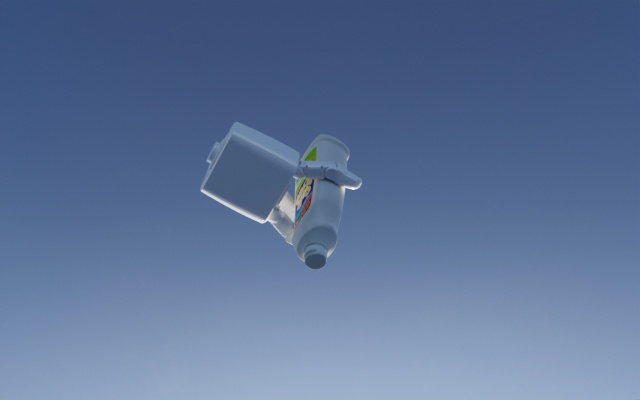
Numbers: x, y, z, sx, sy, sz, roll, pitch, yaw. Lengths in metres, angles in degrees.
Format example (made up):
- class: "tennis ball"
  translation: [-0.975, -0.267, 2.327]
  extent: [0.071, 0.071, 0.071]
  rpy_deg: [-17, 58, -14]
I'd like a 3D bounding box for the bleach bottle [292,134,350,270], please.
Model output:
- class: "bleach bottle"
  translation: [0.000, 0.002, 0.720]
  extent: [0.068, 0.103, 0.250]
  rpy_deg: [27, 31, -17]
